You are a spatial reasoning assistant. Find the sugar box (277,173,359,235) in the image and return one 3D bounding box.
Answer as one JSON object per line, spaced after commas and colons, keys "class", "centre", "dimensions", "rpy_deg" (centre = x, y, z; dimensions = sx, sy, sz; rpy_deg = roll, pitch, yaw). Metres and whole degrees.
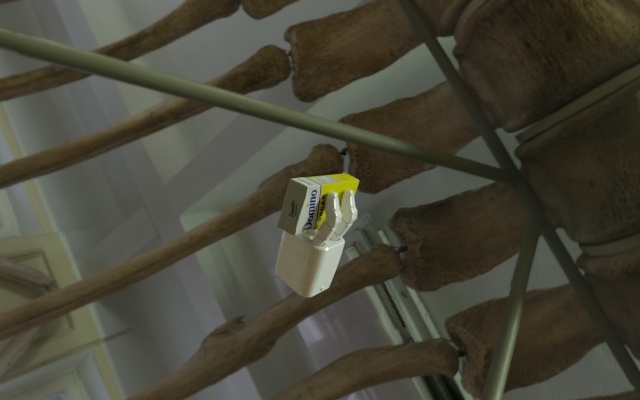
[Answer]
{"class": "sugar box", "centre": [0.001, 0.003, 0.873], "dimensions": [0.048, 0.093, 0.176], "rpy_deg": [25, 20, 26]}
